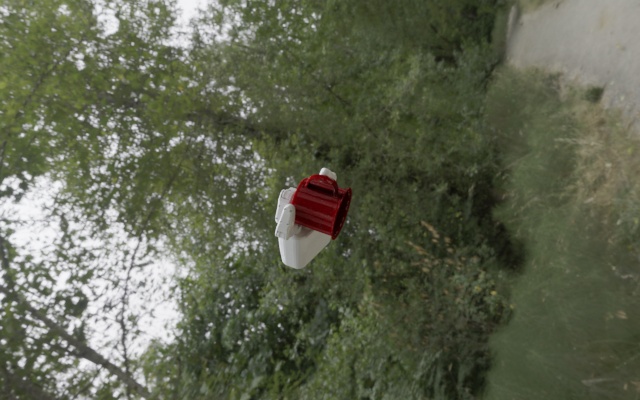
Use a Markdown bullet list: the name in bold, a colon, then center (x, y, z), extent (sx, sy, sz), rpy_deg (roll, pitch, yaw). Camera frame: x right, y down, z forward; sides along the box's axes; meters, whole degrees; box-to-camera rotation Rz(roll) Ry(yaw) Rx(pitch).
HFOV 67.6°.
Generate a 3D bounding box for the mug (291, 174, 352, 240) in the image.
- **mug**: center (0.000, 0.002, 0.802), extent (0.081, 0.093, 0.117), rpy_deg (18, -40, 13)
